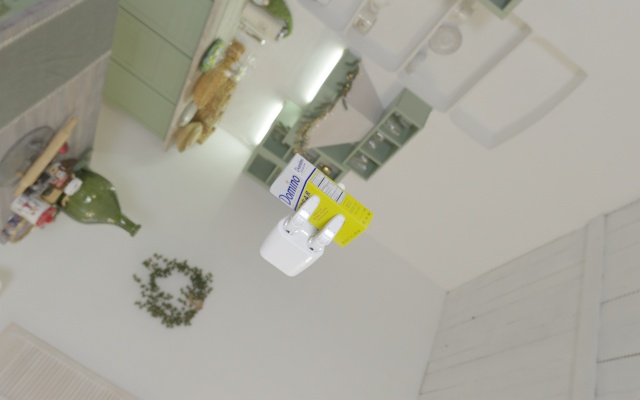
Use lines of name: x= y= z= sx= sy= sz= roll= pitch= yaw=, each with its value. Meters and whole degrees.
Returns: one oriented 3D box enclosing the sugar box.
sugar box: x=0.000 y=0.003 z=0.855 sx=0.176 sy=0.048 sz=0.093 roll=36 pitch=-39 yaw=-7
